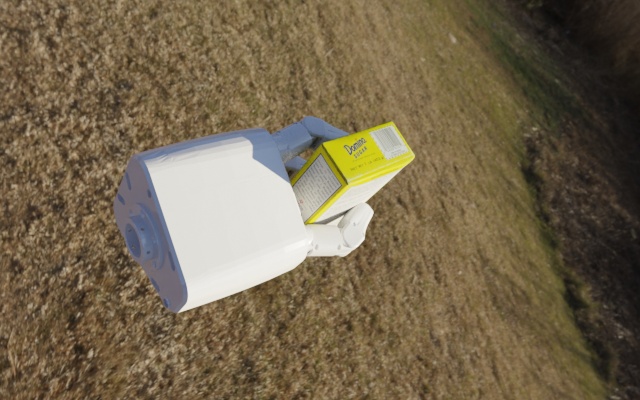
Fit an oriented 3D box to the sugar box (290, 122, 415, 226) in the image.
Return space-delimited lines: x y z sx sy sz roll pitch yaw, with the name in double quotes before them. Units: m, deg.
"sugar box" 0.000 0.001 0.448 0.093 0.048 0.176 -22 -14 -41
